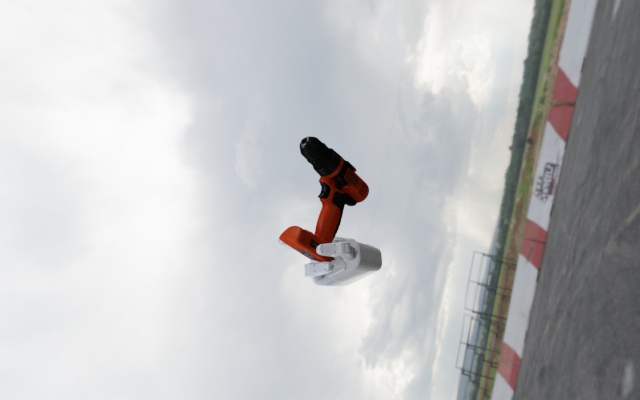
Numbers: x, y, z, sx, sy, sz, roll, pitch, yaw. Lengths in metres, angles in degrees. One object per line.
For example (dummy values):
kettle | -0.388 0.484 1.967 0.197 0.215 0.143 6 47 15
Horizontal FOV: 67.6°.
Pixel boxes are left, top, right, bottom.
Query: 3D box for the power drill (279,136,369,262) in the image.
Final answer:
power drill | 0.000 0.003 0.848 0.057 0.187 0.184 7 -25 48
